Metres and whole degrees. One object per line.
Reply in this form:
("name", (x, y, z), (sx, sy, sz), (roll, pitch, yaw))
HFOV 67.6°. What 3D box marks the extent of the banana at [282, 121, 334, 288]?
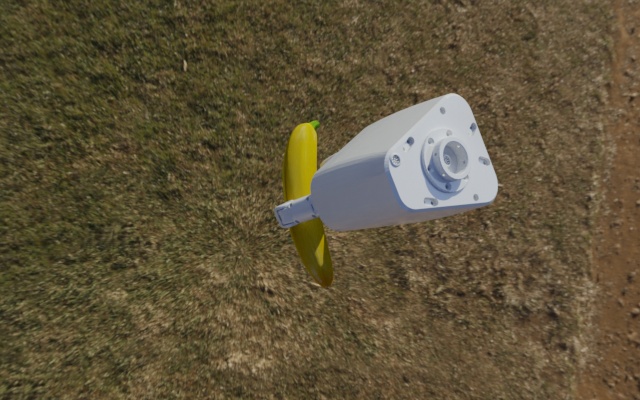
("banana", (-0.012, -0.004, 0.525), (0.037, 0.197, 0.069), (-12, -14, 39))
